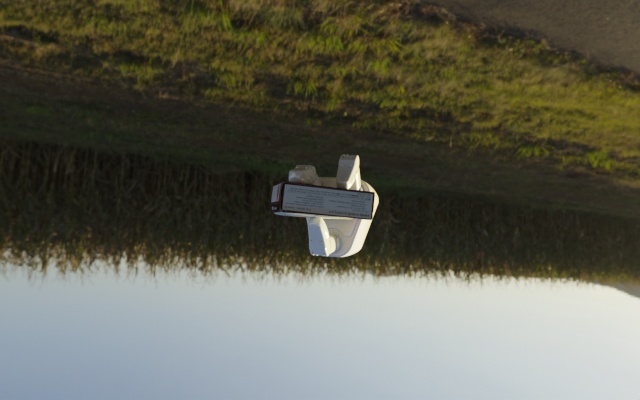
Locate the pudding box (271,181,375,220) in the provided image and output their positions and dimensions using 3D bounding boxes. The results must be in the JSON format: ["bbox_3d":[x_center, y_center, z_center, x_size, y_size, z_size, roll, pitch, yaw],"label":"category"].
[{"bbox_3d":[0.000,0.002,0.586,0.113,0.039,0.090,4,-3,-12],"label":"pudding box"}]
